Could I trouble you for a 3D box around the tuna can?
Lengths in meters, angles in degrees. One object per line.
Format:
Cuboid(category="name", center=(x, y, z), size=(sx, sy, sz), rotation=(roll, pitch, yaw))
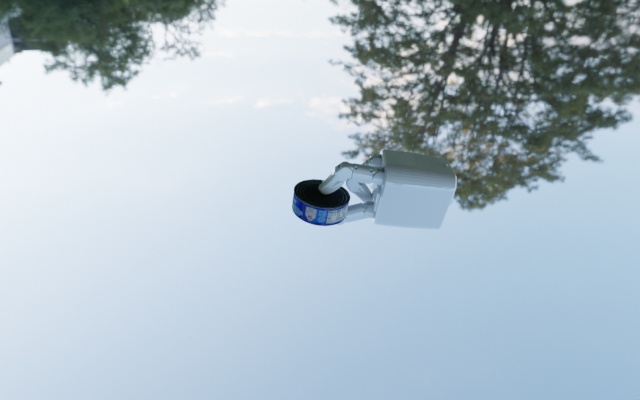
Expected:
Cuboid(category="tuna can", center=(0.000, 0.003, 0.720), size=(0.086, 0.034, 0.086), rotation=(8, 30, -4))
